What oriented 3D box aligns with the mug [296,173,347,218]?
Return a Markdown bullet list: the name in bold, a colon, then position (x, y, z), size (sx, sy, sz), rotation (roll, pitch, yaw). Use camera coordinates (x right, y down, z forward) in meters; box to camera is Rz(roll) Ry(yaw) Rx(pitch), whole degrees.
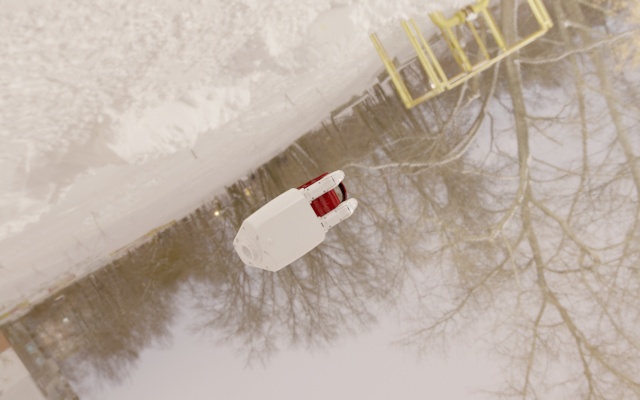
- **mug**: position (0.001, 0.002, 0.848), size (0.117, 0.081, 0.093), rotation (-32, 6, -33)
